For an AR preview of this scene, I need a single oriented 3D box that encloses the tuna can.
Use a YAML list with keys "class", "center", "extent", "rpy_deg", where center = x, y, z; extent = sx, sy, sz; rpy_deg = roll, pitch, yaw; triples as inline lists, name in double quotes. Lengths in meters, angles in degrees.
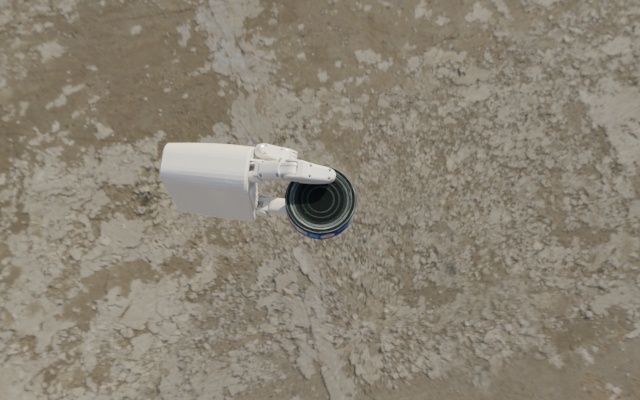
- class: "tuna can"
  center: [0.000, 0.002, 0.572]
  extent: [0.086, 0.086, 0.034]
  rpy_deg: [0, -14, -1]
